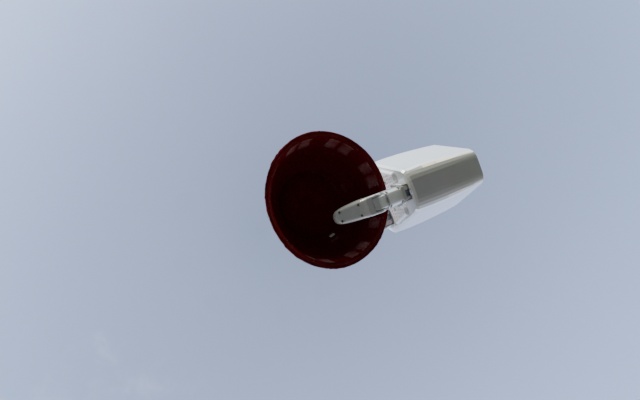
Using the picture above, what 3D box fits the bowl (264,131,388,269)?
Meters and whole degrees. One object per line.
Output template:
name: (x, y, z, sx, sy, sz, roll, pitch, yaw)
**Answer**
bowl: (-0.001, 0.002, 0.571, 0.162, 0.162, 0.055, 0, -9, -28)
